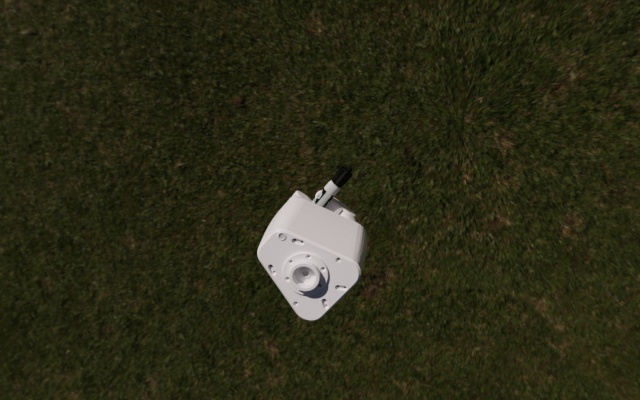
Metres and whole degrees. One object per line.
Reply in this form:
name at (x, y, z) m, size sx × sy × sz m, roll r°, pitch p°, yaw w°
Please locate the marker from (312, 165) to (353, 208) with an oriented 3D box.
marker at (0.000, 0.002, 0.624) m, size 0.020 × 0.121 × 0.020 m, roll 36°, pitch 18°, yaw -14°
